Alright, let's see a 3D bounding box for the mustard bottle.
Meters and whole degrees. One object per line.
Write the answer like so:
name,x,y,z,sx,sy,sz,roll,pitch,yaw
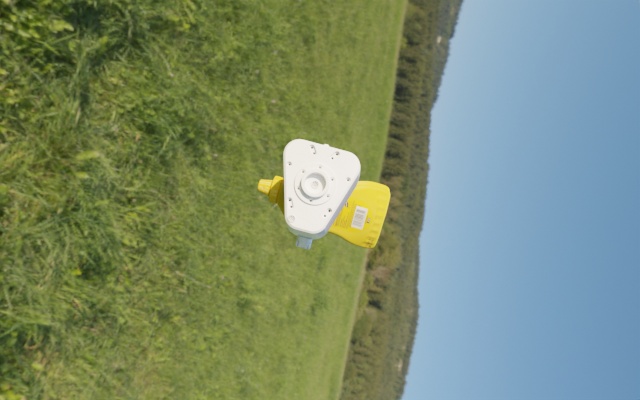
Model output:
mustard bottle,0.000,0.002,0.712,0.191,0.096,0.058,15,19,1
